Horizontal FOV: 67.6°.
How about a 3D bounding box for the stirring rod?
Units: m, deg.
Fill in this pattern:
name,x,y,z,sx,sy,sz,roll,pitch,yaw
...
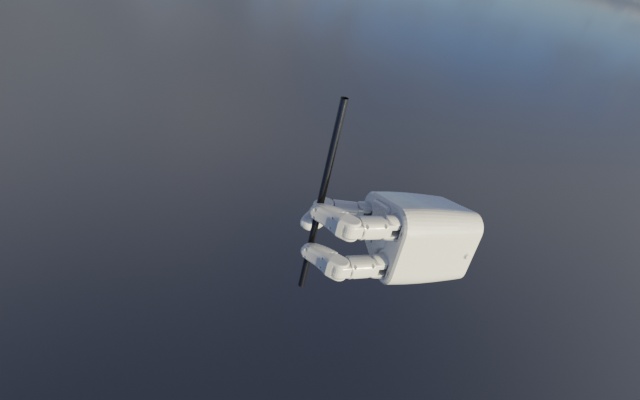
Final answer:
name,x,y,z,sx,sy,sz,roll,pitch,yaw
stirring rod,0.000,0.002,0.526,0.011,0.240,0.011,10,30,-6
